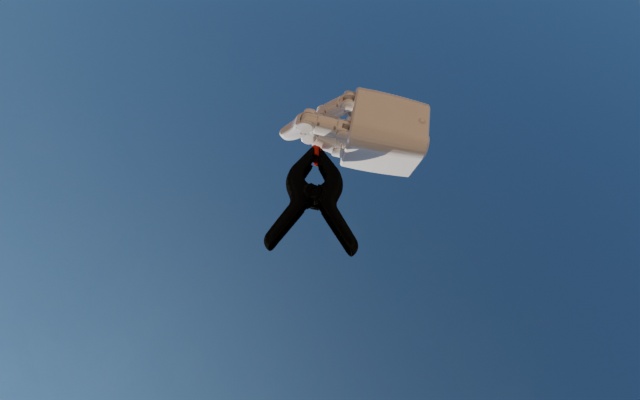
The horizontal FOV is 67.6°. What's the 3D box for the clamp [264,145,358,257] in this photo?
[{"bbox_3d":[0.000,0.002,0.649,0.120,0.171,0.039,15,-30,-3],"label":"clamp"}]
